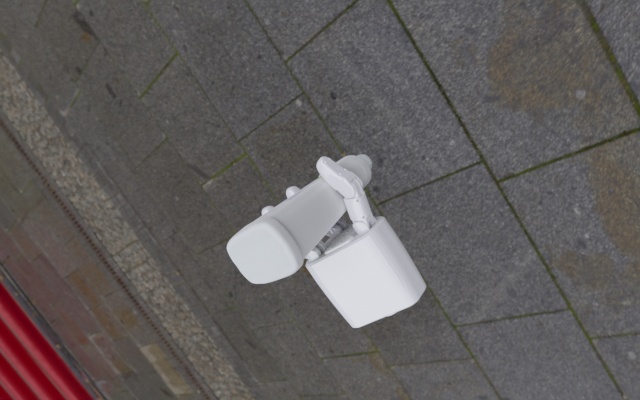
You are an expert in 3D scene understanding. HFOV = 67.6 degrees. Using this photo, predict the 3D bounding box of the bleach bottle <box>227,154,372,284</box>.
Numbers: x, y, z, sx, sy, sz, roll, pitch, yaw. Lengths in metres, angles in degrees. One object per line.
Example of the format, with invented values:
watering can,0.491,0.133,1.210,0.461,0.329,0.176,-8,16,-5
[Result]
bleach bottle,0.000,0.002,0.596,0.102,0.068,0.250,-27,10,45
